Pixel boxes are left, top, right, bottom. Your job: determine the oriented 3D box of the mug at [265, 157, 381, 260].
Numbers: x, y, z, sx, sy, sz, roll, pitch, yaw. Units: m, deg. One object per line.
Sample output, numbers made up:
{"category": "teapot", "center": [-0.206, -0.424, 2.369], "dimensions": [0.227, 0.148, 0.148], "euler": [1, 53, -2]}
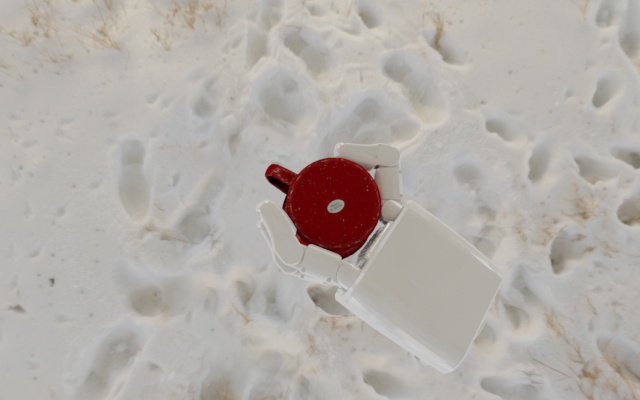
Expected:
{"category": "mug", "center": [-0.001, 0.001, 0.440], "dimensions": [0.117, 0.093, 0.081], "euler": [35, -10, 2]}
